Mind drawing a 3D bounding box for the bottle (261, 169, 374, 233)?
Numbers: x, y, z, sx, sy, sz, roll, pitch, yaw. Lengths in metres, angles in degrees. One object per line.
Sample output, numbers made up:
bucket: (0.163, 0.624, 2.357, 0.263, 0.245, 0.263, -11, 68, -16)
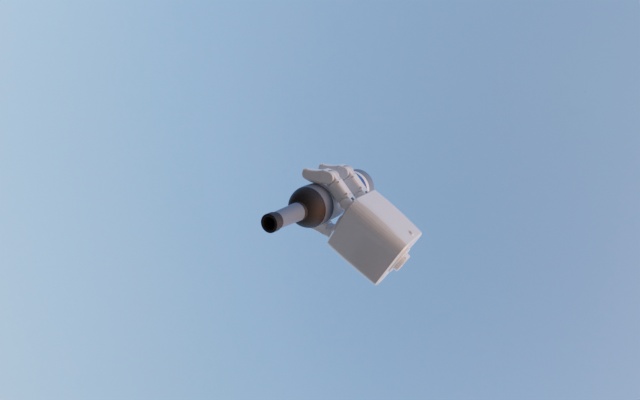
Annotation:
bottle: (0.000, 0.002, 0.769, 0.069, 0.069, 0.295, 0, 11, 29)
